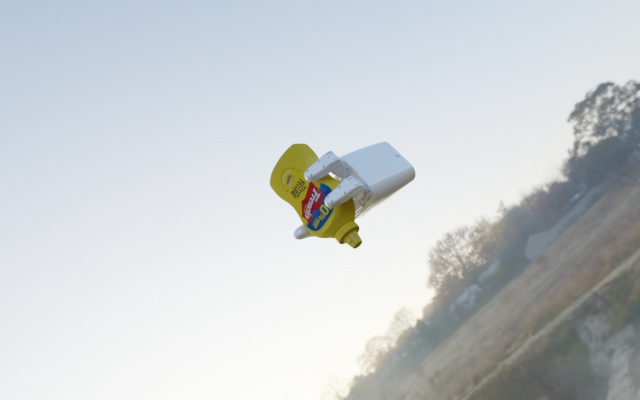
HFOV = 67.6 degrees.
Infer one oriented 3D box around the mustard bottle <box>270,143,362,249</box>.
[{"bbox_3d":[0.000,0.002,0.759,0.058,0.096,0.191,-6,48,-52],"label":"mustard bottle"}]
